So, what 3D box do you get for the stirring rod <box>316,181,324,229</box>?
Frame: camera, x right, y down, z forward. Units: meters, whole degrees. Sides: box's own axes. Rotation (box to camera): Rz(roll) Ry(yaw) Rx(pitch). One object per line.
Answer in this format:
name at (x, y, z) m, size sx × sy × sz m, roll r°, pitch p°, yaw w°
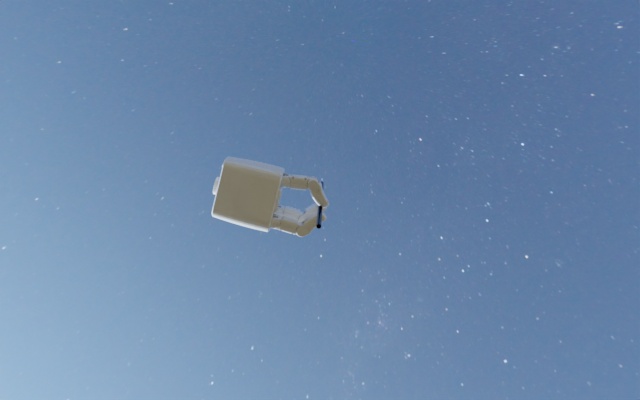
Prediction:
stirring rod at (0.000, 0.003, 0.886) m, size 0.011 × 0.011 × 0.239 m, roll 0°, pitch 19°, yaw 1°
